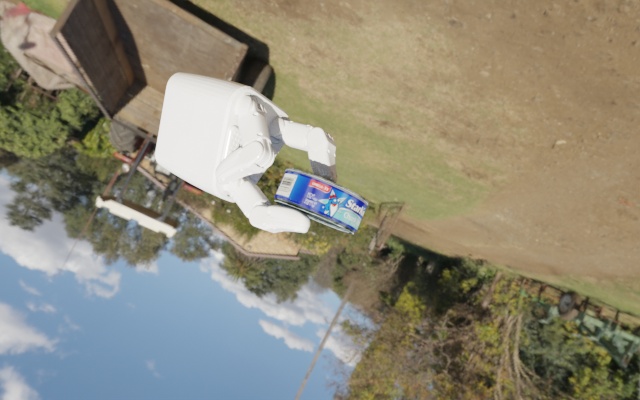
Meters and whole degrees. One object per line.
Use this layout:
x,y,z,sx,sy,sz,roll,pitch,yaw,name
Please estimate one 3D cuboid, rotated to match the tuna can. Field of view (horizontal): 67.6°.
0.000,0.002,0.454,0.086,0.033,0.086,23,-6,2,tuna can
